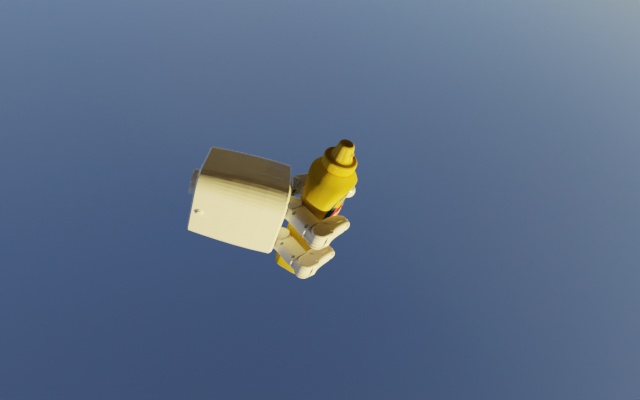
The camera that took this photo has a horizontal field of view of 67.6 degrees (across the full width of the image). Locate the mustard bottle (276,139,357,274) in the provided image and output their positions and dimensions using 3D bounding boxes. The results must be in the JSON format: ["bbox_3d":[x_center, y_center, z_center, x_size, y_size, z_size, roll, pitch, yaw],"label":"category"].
[{"bbox_3d":[0.000,0.002,0.603,0.058,0.192,0.096,31,41,9],"label":"mustard bottle"}]
